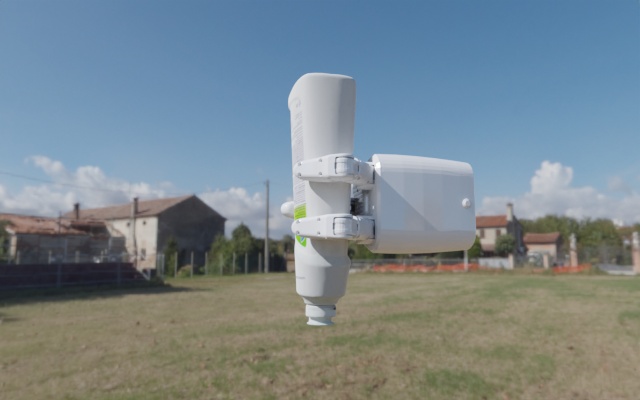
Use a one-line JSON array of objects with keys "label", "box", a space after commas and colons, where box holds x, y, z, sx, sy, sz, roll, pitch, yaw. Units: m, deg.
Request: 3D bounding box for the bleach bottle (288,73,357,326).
[{"label": "bleach bottle", "box": [0.000, 0.002, 0.507, 0.068, 0.251, 0.102, 2, -7, -11]}]
